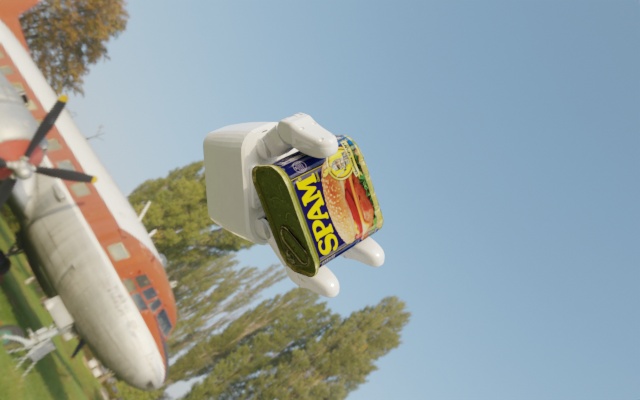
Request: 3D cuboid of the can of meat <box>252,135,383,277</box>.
[{"bbox_3d":[0.000,0.001,0.419,0.084,0.102,0.057,-28,18,-30],"label":"can of meat"}]
